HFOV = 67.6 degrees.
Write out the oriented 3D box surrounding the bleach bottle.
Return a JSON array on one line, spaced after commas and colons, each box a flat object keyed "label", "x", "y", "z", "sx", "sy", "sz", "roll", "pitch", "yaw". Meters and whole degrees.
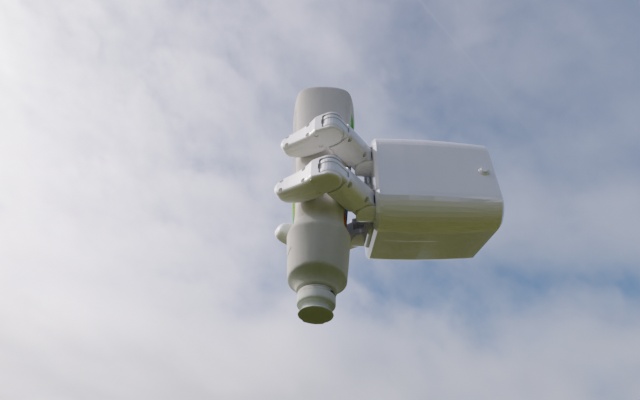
[{"label": "bleach bottle", "x": 0.000, "y": 0.001, "z": 0.457, "sx": 0.068, "sy": 0.250, "sz": 0.103, "roll": 1, "pitch": -42, "yaw": 1}]
